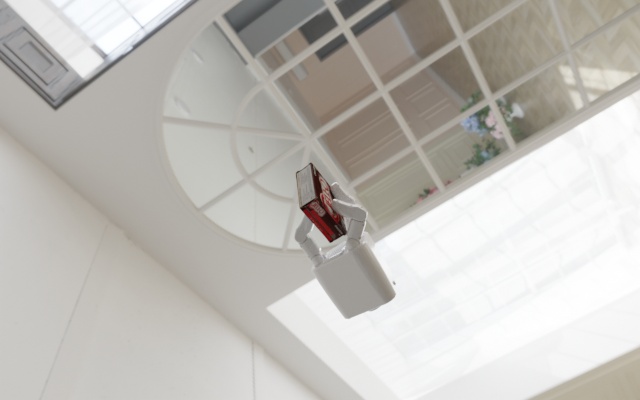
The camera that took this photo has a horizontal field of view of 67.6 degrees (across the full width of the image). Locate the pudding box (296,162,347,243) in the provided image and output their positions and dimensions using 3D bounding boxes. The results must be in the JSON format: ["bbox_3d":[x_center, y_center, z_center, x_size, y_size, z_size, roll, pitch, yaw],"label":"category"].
[{"bbox_3d":[0.000,0.003,0.791,0.039,0.090,0.113,-31,32,12],"label":"pudding box"}]
